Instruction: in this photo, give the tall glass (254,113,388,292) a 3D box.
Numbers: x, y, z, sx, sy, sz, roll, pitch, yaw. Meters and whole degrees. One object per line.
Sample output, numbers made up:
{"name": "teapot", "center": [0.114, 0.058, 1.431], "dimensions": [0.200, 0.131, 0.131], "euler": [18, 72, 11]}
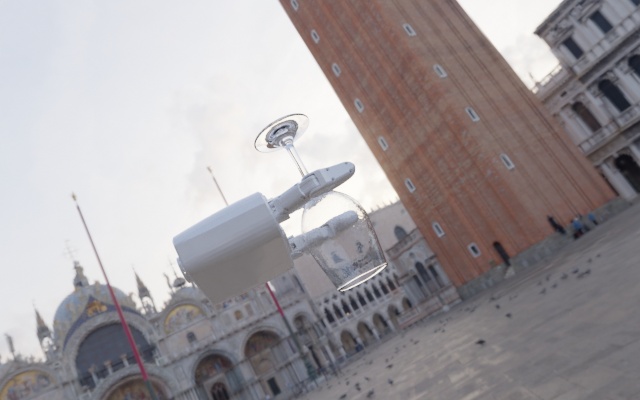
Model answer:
{"name": "tall glass", "center": [0.000, 0.001, 0.547], "dimensions": [0.079, 0.201, 0.079], "euler": [-27, -17, -9]}
